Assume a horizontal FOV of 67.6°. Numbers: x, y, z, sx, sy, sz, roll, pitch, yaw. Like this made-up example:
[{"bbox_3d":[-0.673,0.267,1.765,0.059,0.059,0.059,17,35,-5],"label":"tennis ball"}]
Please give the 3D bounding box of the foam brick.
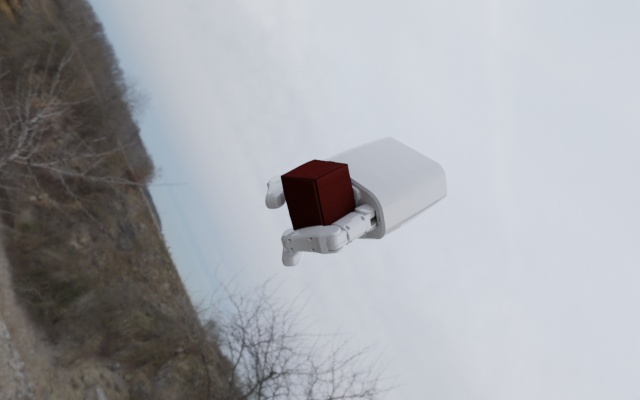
[{"bbox_3d":[0.000,0.001,0.502,0.053,0.078,0.051,12,33,44],"label":"foam brick"}]
